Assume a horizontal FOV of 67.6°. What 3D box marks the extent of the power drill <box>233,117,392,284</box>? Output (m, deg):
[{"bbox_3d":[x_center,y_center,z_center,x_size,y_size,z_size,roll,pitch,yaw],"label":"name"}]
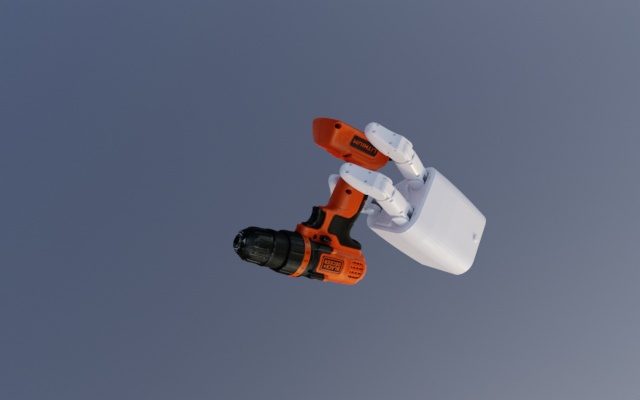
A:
[{"bbox_3d":[0.000,0.002,0.567,0.184,0.187,0.057,19,1,-39],"label":"power drill"}]
